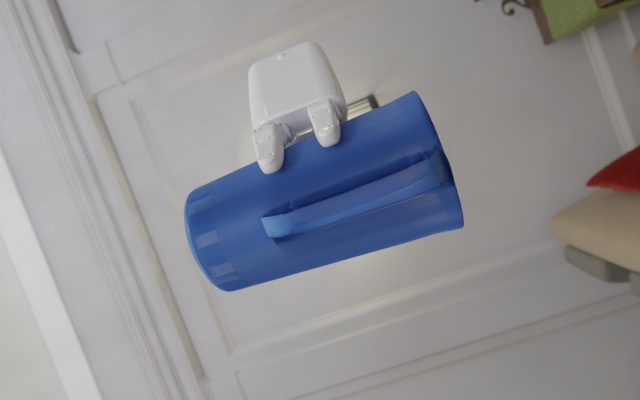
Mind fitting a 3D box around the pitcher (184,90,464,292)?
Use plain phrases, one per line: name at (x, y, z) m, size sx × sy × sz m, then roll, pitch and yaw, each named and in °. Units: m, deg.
pitcher at (0.000, 0.001, 0.444) m, size 0.243 × 0.145 × 0.149 m, roll -20°, pitch -39°, yaw 8°
